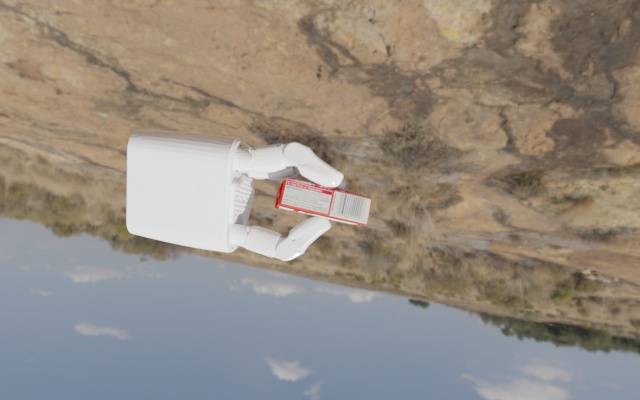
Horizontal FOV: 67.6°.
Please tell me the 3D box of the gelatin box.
[{"bbox_3d":[0.000,0.002,0.478,0.089,0.030,0.073,13,-4,-6],"label":"gelatin box"}]
